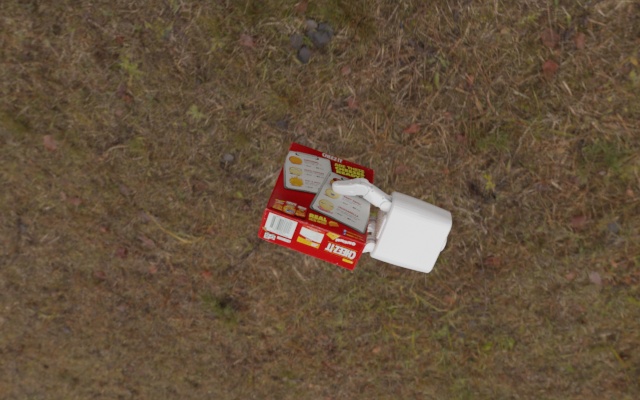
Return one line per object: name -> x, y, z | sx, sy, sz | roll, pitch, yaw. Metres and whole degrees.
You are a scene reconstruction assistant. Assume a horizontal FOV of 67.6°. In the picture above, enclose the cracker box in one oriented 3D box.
cracker box -> 0.000, 0.003, 0.814 | 0.164, 0.072, 0.213 | 19, 36, -4
